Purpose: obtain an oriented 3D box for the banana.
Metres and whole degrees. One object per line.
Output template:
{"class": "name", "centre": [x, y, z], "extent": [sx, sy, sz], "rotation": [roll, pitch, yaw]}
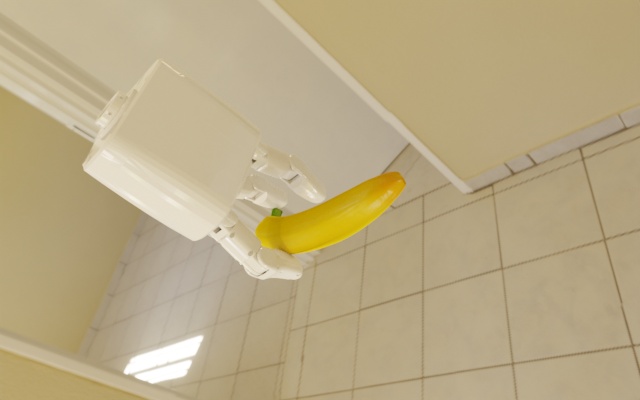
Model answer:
{"class": "banana", "centre": [-0.009, 0.017, 0.440], "extent": [0.037, 0.069, 0.198], "rotation": [38, -30, -28]}
